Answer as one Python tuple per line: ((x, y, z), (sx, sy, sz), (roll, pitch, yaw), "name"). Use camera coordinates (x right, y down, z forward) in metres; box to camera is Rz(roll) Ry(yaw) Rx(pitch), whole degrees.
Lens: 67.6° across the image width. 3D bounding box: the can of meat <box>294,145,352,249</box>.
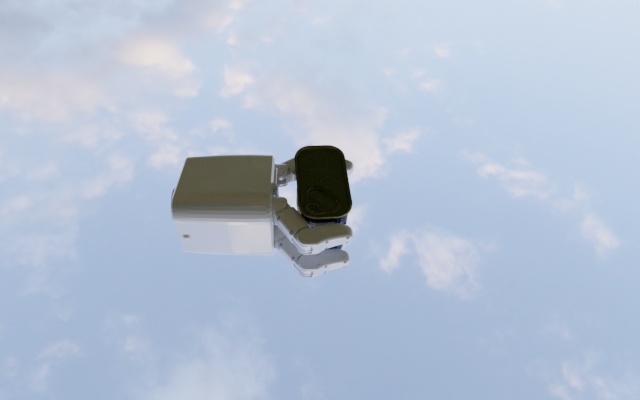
((0.000, 0.002, 0.551), (0.057, 0.102, 0.084), (-3, -37, -6), "can of meat")
